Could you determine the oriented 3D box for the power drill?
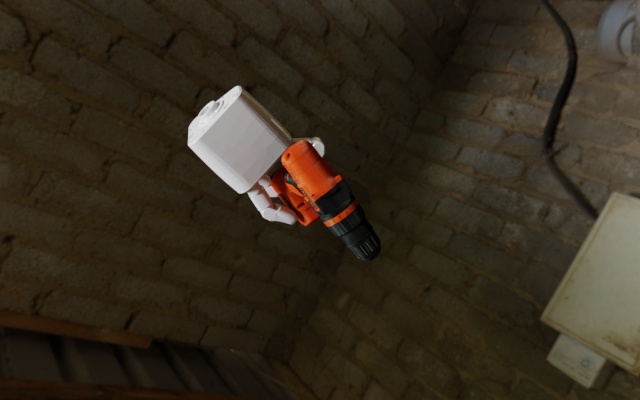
[{"bbox_3d":[0.000,0.002,0.686,0.057,0.184,0.187,-38,10,-14],"label":"power drill"}]
